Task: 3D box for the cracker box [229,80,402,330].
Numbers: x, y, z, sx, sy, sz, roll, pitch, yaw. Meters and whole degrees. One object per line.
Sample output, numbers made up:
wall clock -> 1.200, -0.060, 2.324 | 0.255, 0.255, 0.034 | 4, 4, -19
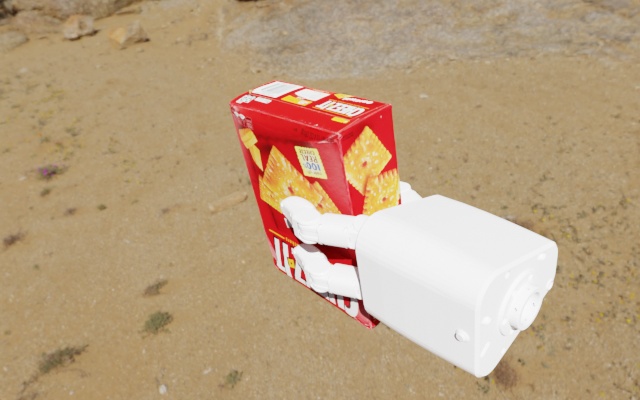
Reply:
cracker box -> 0.000, 0.001, 0.474 | 0.072, 0.214, 0.164 | -31, 36, -30
